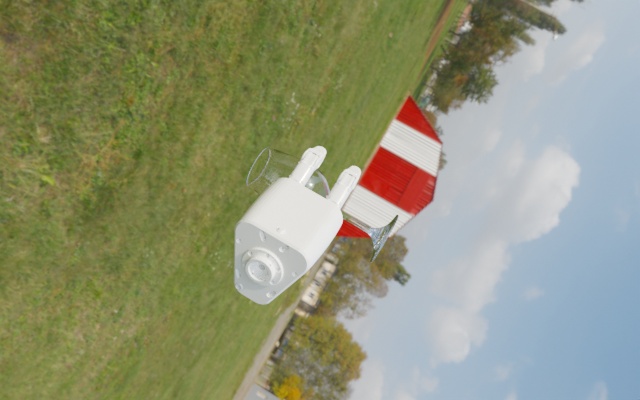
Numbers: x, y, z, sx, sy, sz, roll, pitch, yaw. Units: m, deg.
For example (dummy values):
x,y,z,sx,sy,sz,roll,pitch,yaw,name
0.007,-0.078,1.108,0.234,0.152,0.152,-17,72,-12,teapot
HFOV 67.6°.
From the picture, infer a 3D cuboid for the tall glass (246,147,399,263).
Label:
x,y,z,sx,sy,sz,roll,pitch,yaw,name
0.001,0.002,0.649,0.201,0.079,0.079,30,3,5,tall glass
